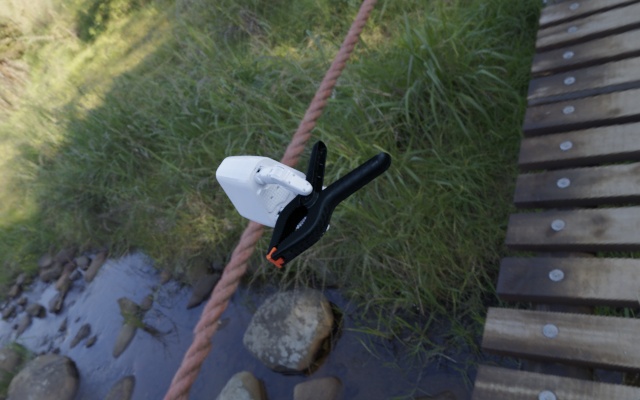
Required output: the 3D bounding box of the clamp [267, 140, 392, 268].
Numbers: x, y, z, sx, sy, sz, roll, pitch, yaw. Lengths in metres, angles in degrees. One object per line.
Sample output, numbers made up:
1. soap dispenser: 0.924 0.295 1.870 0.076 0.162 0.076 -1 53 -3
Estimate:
1. clamp: -0.001 0.002 0.668 0.164 0.210 0.036 9 -27 51
